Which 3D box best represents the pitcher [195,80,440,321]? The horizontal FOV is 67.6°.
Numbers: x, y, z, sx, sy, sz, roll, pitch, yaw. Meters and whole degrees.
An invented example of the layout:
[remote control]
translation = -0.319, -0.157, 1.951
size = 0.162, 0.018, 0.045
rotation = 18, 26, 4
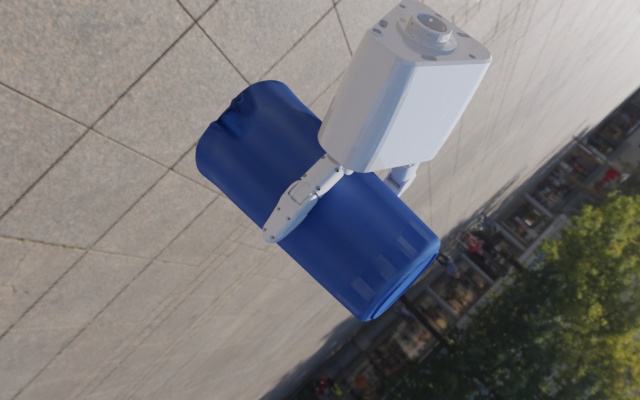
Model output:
[pitcher]
translation = 0.000, 0.002, 0.493
size = 0.242, 0.145, 0.149
rotation = 44, 45, 18
